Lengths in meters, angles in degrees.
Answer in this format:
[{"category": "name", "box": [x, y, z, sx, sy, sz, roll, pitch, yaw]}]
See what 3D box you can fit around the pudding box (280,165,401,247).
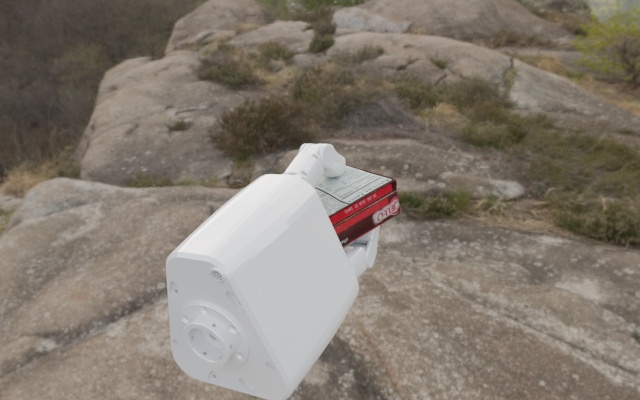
[{"category": "pudding box", "box": [0.000, 0.001, 0.423, 0.090, 0.039, 0.113, -27, 31, -29]}]
